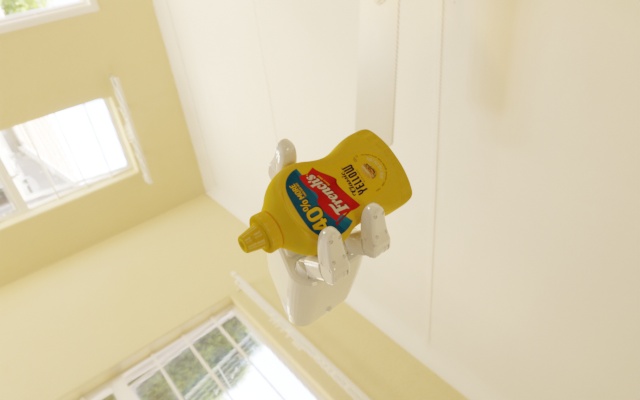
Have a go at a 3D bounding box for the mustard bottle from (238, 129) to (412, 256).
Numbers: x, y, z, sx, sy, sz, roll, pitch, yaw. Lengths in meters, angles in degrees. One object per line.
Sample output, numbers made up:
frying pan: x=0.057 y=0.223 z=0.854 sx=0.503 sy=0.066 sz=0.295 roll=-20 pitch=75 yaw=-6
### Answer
mustard bottle: x=0.000 y=0.001 z=0.492 sx=0.191 sy=0.096 sz=0.058 roll=-29 pitch=-7 yaw=-28
